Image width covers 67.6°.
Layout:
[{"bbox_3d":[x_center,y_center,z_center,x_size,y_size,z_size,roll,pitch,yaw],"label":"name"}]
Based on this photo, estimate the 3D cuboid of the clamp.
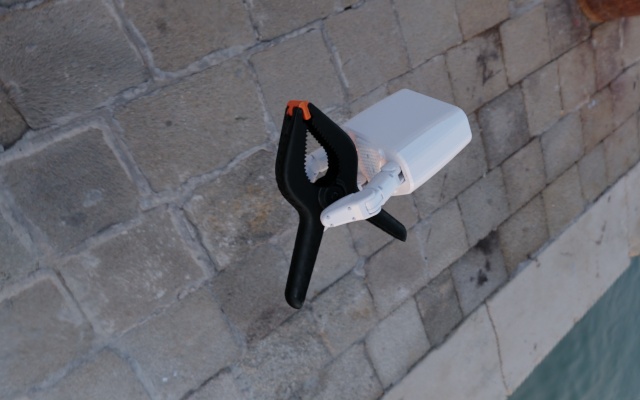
[{"bbox_3d":[0.000,0.001,0.496,0.164,0.210,0.036,-36,27,-21],"label":"clamp"}]
